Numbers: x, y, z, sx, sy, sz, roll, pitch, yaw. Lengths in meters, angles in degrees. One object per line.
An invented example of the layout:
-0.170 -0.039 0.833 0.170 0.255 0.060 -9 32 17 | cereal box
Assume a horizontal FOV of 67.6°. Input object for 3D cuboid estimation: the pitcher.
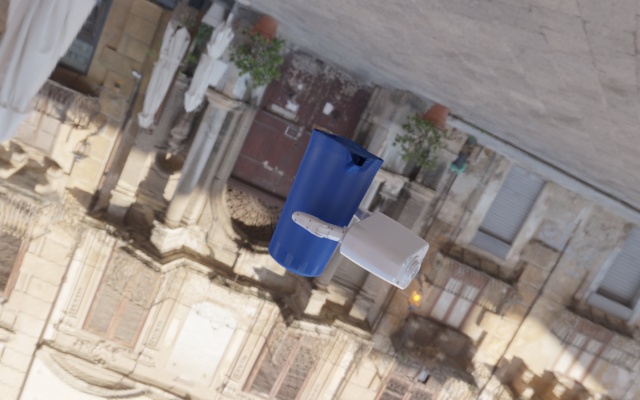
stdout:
0.000 0.003 0.848 0.145 0.243 0.149 31 12 25 | pitcher
